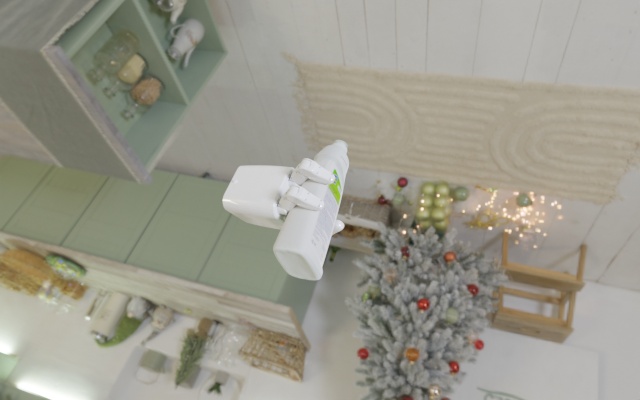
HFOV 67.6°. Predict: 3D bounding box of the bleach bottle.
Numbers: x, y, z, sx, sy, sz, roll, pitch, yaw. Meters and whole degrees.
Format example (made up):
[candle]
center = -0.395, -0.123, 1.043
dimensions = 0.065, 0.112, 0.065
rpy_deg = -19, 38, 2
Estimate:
[bleach bottle]
center = 0.000, 0.003, 0.818
dimensions = 0.068, 0.250, 0.103
rpy_deg = 6, -35, 24
